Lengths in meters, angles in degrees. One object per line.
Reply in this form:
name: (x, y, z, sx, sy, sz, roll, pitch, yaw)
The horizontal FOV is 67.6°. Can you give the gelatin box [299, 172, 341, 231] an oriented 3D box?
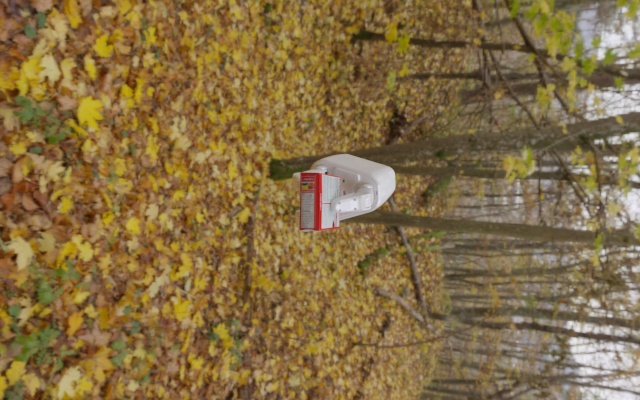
gelatin box: (0.000, 0.002, 0.630, 0.030, 0.073, 0.089, 1, 0, 19)
